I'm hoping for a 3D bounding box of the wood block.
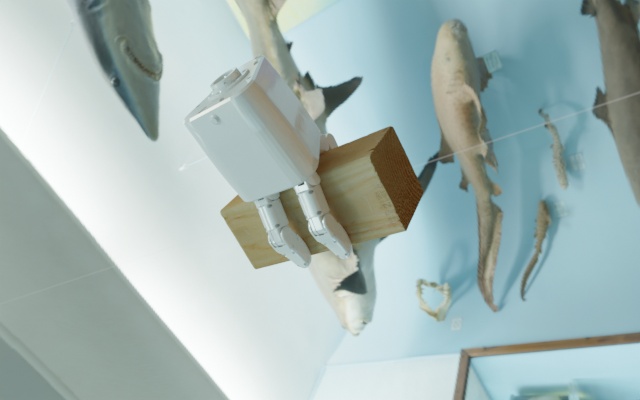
[{"bbox_3d":[0.000,0.001,0.553,0.206,0.090,0.090,-18,20,33],"label":"wood block"}]
